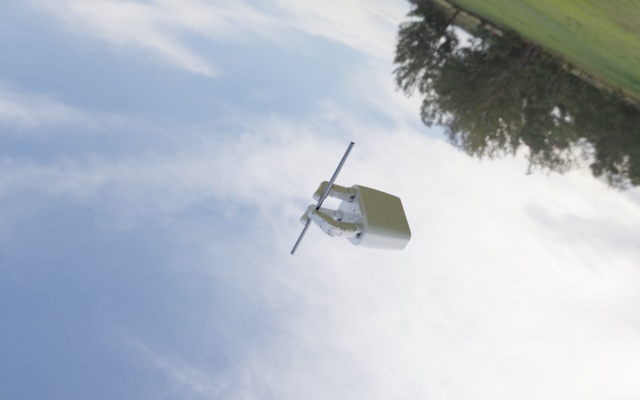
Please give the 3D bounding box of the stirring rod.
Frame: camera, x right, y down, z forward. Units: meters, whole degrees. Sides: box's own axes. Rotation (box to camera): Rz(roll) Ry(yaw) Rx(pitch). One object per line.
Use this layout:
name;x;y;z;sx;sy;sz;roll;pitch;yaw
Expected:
stirring rod;0.000;0.003;0.811;0.011;0.240;0.011;22;28;-12
